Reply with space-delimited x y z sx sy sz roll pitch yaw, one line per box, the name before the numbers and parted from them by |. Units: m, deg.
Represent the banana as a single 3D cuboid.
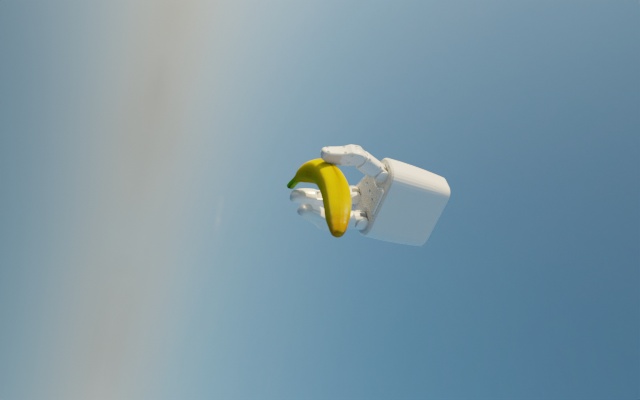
banana | 0.006 -0.016 0.640 0.037 0.069 0.197 17 12 -24
